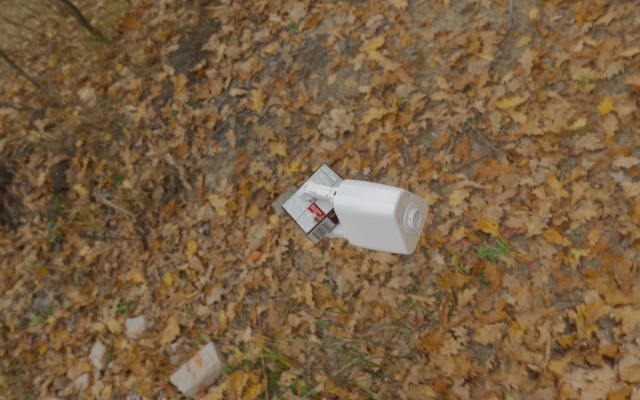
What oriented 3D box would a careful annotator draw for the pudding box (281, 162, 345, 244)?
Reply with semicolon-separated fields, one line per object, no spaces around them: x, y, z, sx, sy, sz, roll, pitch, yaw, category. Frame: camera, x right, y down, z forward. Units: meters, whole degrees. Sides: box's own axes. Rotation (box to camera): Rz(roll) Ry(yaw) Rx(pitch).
0.000;0.003;0.810;0.090;0.113;0.039;45;-1;42;pudding box
